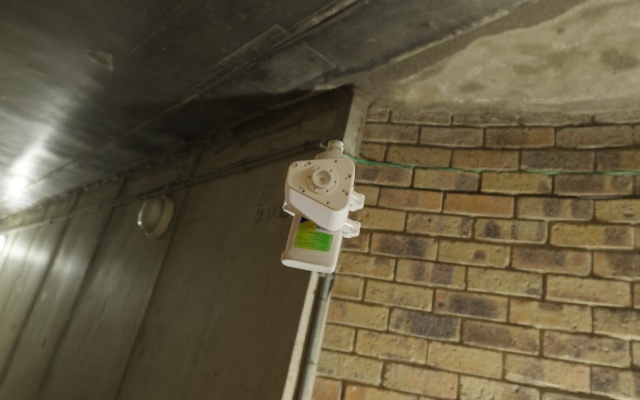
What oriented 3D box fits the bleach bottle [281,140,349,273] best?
[{"bbox_3d":[0.000,0.003,0.895,0.102,0.250,0.068,10,-19,1],"label":"bleach bottle"}]
